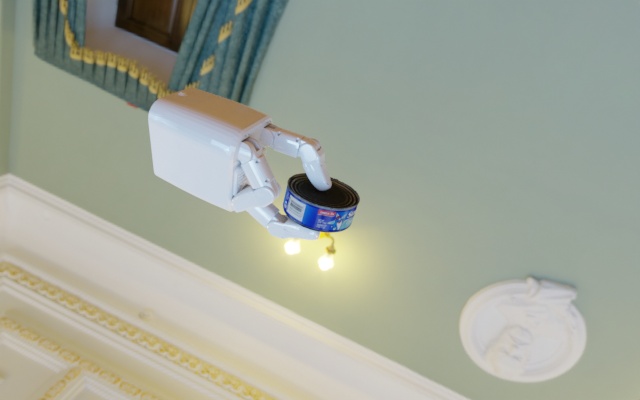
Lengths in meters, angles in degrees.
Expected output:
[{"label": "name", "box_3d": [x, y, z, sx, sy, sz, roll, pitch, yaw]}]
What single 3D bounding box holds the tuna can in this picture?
[{"label": "tuna can", "box_3d": [0.000, 0.002, 0.555, 0.086, 0.034, 0.086, 13, 25, -6]}]
